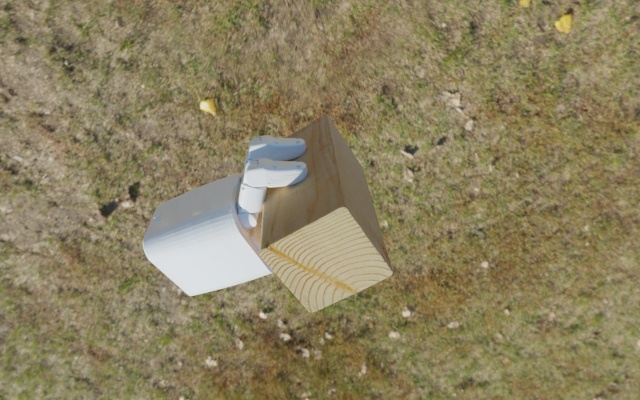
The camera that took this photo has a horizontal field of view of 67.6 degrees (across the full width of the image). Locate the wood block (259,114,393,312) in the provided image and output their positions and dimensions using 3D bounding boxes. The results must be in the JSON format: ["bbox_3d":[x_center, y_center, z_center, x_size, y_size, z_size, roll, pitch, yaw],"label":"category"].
[{"bbox_3d":[0.000,0.002,0.504,0.090,0.091,0.206,-29,29,13],"label":"wood block"}]
